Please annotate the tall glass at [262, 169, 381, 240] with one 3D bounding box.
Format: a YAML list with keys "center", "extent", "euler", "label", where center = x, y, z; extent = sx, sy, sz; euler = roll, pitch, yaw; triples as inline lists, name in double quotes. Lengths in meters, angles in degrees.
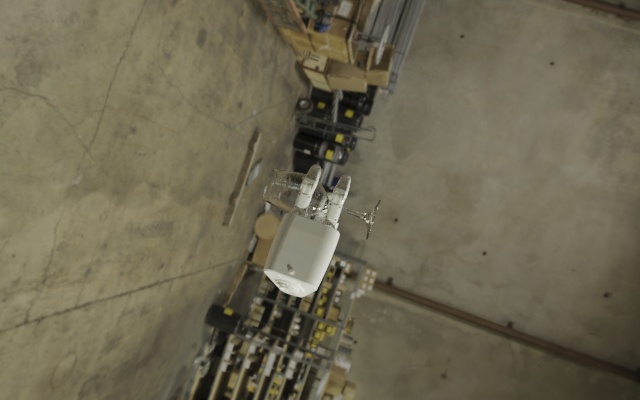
- center: [0.001, 0.003, 0.849]
  extent: [0.201, 0.079, 0.079]
  euler: [19, 2, 7]
  label: "tall glass"
